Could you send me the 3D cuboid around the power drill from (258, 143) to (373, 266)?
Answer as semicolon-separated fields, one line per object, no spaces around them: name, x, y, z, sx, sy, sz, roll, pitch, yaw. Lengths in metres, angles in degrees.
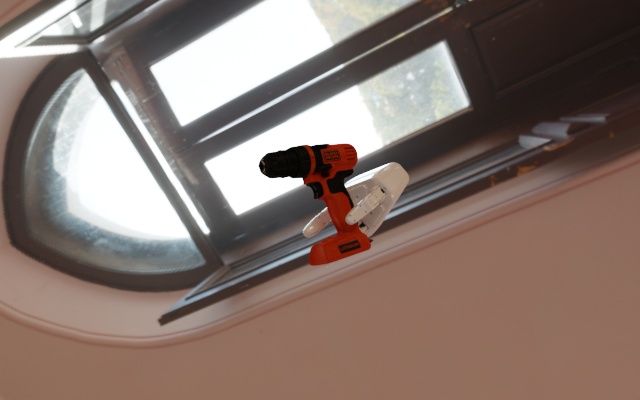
power drill;0.000;0.003;0.746;0.184;0.187;0.057;-12;-2;-37
